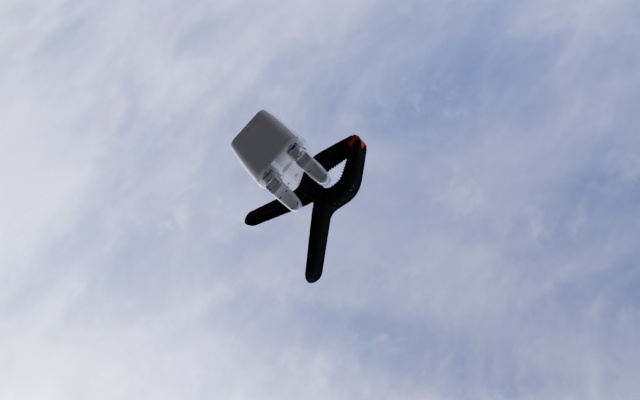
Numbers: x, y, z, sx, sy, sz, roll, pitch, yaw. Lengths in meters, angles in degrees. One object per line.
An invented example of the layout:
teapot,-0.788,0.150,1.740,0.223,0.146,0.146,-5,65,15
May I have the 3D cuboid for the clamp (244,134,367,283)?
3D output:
clamp,0.001,0.002,0.678,0.164,0.210,0.036,45,5,35
